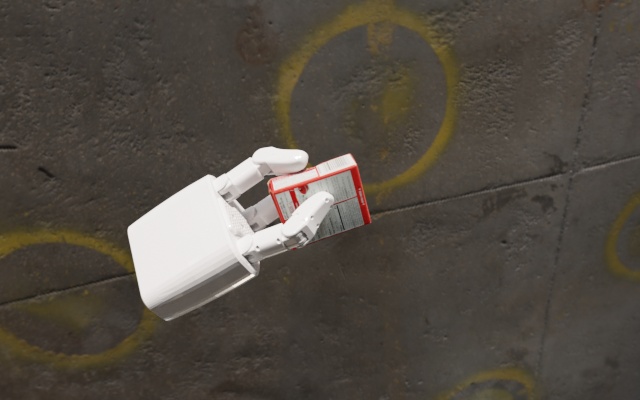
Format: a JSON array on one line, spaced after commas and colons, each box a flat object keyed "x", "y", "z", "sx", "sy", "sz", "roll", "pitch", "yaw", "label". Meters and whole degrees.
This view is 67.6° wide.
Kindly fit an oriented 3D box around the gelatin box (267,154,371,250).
[{"x": 0.000, "y": 0.002, "z": 0.484, "sx": 0.089, "sy": 0.073, "sz": 0.030, "roll": -18, "pitch": 33, "yaw": -1, "label": "gelatin box"}]
